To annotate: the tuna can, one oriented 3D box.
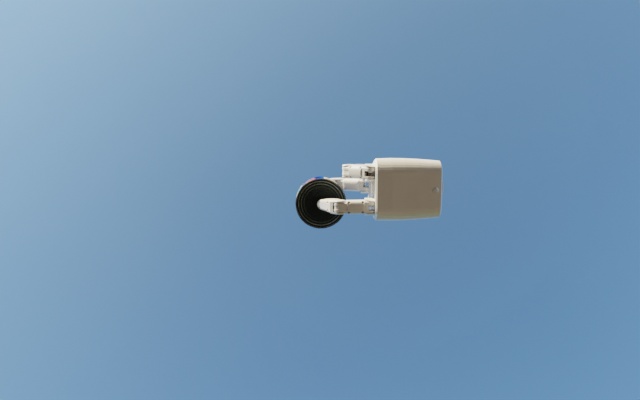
[{"bbox_3d":[0.000,0.003,0.816,0.086,0.086,0.033,0,11,-3],"label":"tuna can"}]
